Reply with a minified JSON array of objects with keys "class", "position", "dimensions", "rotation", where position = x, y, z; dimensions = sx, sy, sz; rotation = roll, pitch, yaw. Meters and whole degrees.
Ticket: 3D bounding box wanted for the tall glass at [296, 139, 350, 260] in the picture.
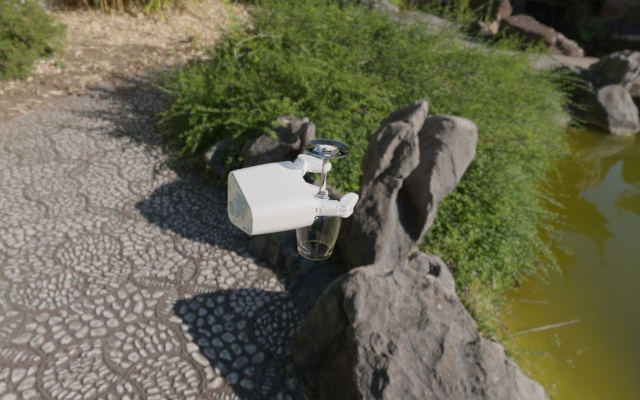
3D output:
[{"class":"tall glass","position":[0.000,0.002,0.807],"dimensions":[0.079,0.201,0.079],"rotation":[5,29,-3]}]
